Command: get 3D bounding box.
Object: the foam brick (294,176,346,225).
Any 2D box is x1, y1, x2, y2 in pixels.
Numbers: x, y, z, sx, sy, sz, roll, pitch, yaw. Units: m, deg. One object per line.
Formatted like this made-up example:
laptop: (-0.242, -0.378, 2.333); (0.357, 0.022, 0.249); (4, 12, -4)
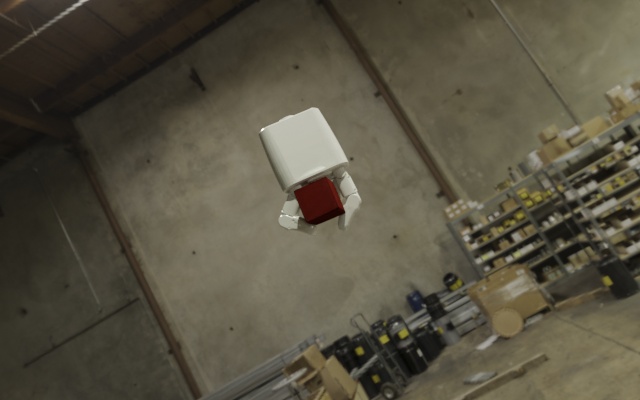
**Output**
foam brick: (0.000, 0.002, 0.707); (0.053, 0.051, 0.078); (-23, -9, 7)
